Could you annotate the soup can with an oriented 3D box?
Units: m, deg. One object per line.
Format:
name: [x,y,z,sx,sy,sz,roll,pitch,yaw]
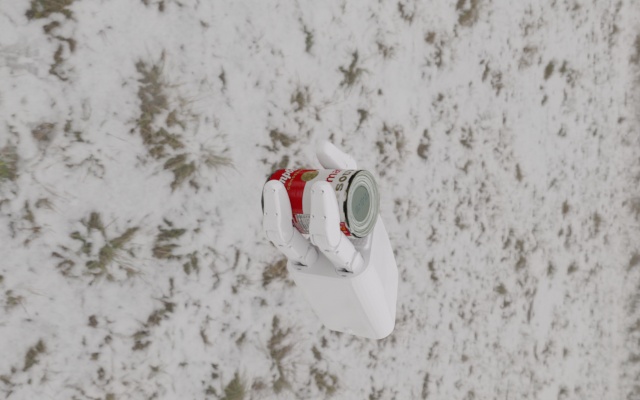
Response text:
soup can: [0.000,0.001,0.484,0.102,0.068,0.068,3,2,34]
